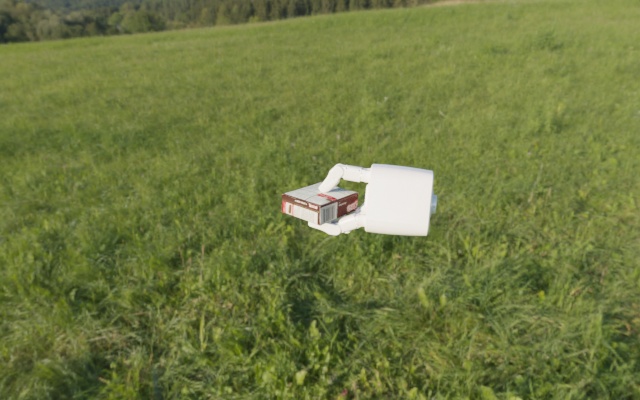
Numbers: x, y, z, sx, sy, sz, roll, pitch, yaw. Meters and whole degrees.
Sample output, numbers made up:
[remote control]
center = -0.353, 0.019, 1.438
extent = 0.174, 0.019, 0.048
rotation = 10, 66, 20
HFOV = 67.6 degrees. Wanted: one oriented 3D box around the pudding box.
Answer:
[pudding box]
center = 0.000, 0.003, 0.849
extent = 0.090, 0.039, 0.113
rotation = 17, 22, 36
